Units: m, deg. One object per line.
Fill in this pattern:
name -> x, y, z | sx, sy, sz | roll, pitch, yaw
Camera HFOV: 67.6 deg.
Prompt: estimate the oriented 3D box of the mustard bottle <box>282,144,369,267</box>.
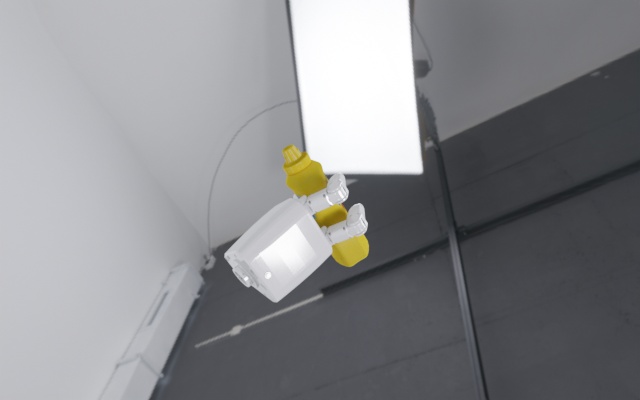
mustard bottle -> 0.001, 0.002, 0.697 | 0.058, 0.192, 0.096 | -32, 23, 1
